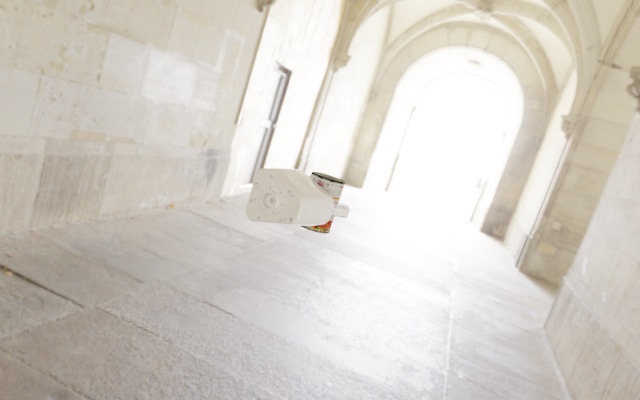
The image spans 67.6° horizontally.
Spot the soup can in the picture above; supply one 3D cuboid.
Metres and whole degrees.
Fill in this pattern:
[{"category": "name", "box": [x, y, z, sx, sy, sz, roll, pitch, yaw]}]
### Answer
[{"category": "soup can", "box": [0.001, 0.003, 0.899, 0.068, 0.102, 0.068, 17, 9, -3]}]
